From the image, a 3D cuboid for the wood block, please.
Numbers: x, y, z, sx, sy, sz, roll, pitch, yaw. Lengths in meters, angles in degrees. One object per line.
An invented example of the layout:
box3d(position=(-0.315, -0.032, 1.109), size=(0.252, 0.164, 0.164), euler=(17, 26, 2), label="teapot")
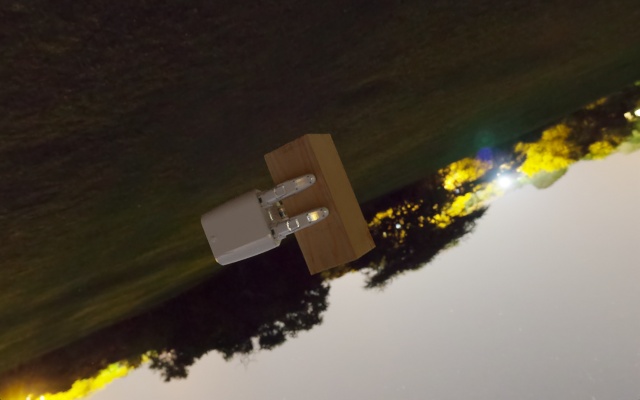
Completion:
box3d(position=(0.000, 0.003, 0.782), size=(0.090, 0.206, 0.091), euler=(-23, -2, 26), label="wood block")
